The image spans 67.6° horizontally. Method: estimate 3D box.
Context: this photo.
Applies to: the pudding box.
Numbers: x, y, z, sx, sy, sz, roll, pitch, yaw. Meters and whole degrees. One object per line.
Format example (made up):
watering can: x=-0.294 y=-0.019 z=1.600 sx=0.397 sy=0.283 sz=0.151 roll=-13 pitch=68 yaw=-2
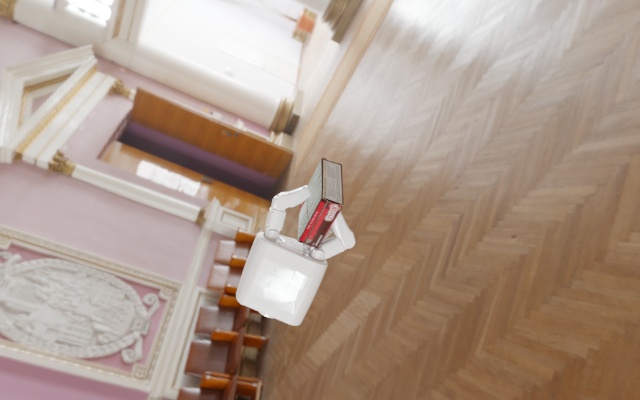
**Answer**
pudding box: x=0.000 y=0.002 z=0.720 sx=0.039 sy=0.090 sz=0.113 roll=20 pitch=34 yaw=-15
